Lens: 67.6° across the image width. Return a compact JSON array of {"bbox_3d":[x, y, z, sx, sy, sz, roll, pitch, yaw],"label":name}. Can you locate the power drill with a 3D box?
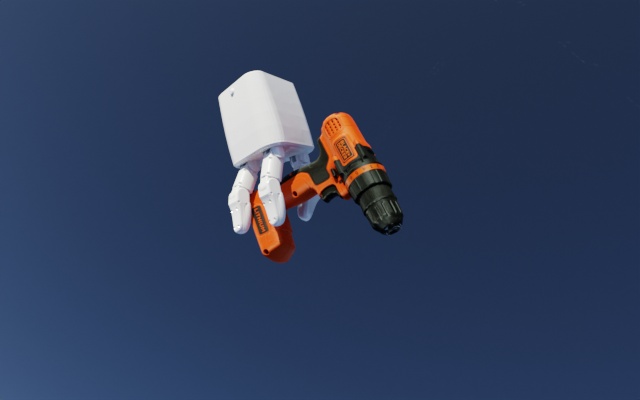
[{"bbox_3d":[0.000,0.002,0.615,0.188,0.184,0.057,-35,-34,17],"label":"power drill"}]
